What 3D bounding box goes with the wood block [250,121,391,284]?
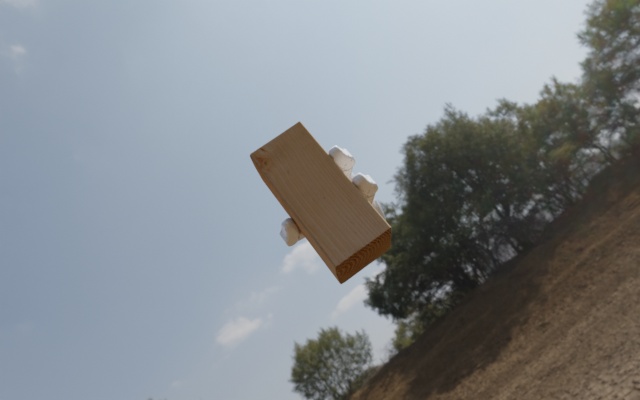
[{"bbox_3d":[0.000,0.002,0.673,0.091,0.206,0.090,-36,-23,-8],"label":"wood block"}]
